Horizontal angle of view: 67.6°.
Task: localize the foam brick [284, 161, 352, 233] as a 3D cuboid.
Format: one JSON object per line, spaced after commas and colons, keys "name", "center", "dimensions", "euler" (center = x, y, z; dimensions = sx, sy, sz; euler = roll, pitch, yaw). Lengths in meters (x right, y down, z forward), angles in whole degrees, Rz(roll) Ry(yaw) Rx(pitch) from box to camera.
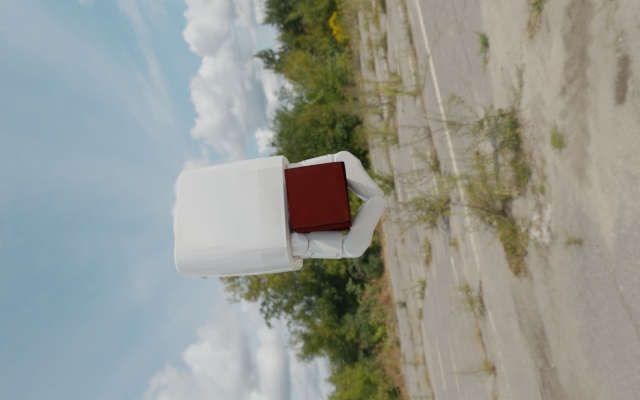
{"name": "foam brick", "center": [0.000, 0.001, 0.425], "dimensions": [0.051, 0.053, 0.078], "euler": [-7, -10, 3]}
